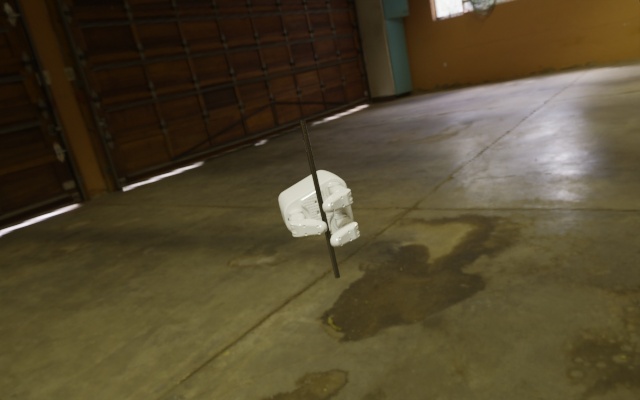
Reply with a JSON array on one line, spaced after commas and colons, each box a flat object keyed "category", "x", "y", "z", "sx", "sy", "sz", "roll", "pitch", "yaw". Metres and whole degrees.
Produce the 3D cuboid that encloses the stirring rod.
[{"category": "stirring rod", "x": 0.000, "y": 0.002, "z": 0.689, "sx": 0.011, "sy": 0.239, "sz": 0.011, "roll": -12, "pitch": 15, "yaw": 3}]
